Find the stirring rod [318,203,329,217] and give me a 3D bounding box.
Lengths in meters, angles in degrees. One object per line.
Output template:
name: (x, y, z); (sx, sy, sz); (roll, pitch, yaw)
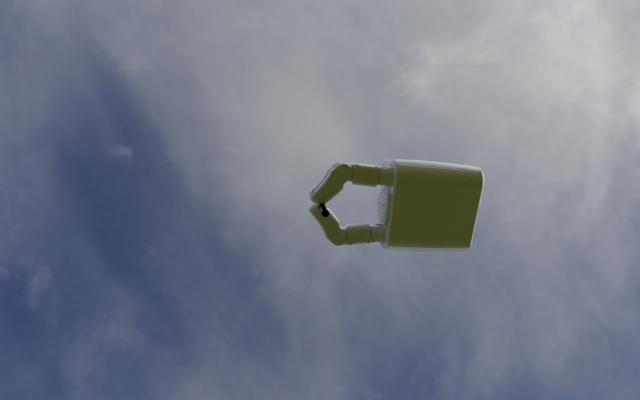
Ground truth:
stirring rod: (0.000, 0.002, 0.602); (0.011, 0.011, 0.239); (0, 5, -2)
